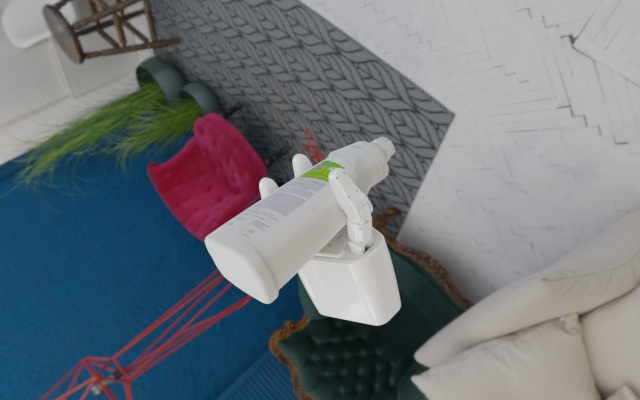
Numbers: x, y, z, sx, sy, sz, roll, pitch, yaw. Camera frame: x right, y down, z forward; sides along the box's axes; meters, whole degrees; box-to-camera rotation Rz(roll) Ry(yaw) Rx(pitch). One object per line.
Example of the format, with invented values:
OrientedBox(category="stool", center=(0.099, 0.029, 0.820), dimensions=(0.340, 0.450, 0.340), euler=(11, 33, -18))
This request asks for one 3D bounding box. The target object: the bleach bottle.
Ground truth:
OrientedBox(category="bleach bottle", center=(0.000, 0.002, 0.533), dimensions=(0.250, 0.068, 0.102), euler=(-38, 34, -28))
